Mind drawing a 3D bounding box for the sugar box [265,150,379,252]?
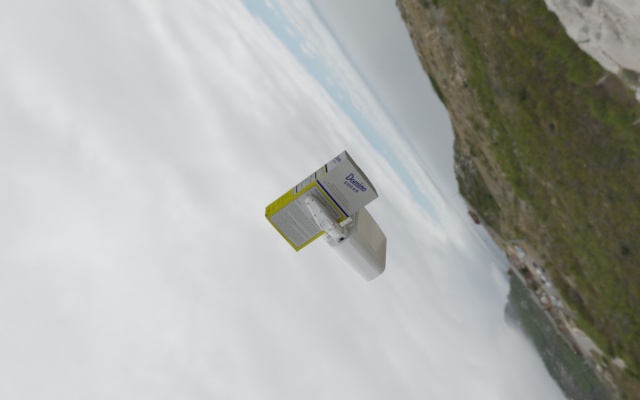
[{"bbox_3d":[0.000,0.003,0.816,0.176,0.093,0.048,-35,25,11],"label":"sugar box"}]
